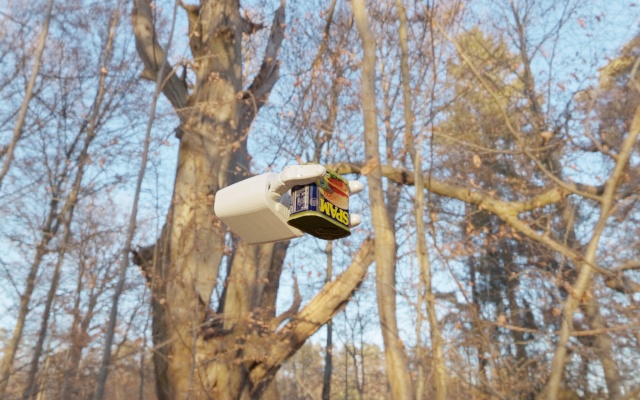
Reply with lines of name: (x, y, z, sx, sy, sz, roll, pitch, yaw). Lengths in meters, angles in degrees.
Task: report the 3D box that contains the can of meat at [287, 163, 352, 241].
can of meat: (0.000, 0.002, 0.692, 0.057, 0.084, 0.102, -16, -30, 34)
